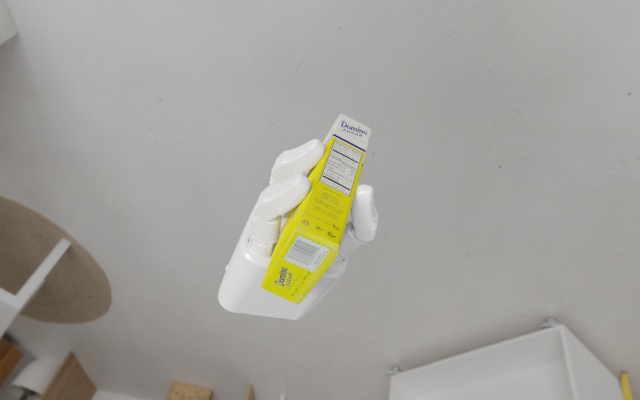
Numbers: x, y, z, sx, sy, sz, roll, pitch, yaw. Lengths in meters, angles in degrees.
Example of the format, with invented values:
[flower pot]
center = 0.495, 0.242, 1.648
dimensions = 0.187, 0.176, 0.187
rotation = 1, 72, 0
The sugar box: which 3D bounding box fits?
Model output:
[sugar box]
center = -0.001, 0.001, 0.460
dimensions = 0.048, 0.176, 0.093
rotation = 25, -47, -9
